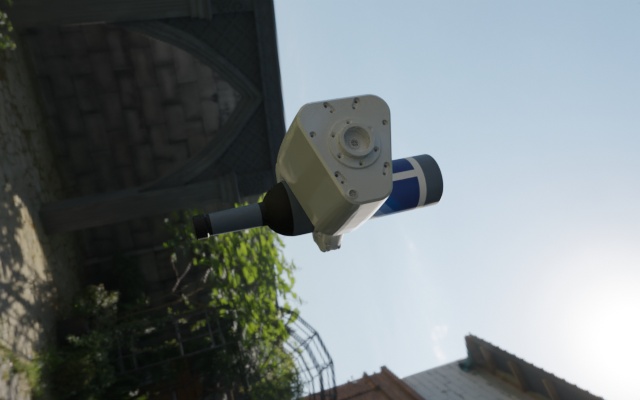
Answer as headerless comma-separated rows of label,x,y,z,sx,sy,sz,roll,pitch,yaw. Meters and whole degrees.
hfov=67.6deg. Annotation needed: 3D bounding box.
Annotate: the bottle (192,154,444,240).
bottle,0.000,0.002,0.565,0.295,0.069,0.069,-12,3,-16
